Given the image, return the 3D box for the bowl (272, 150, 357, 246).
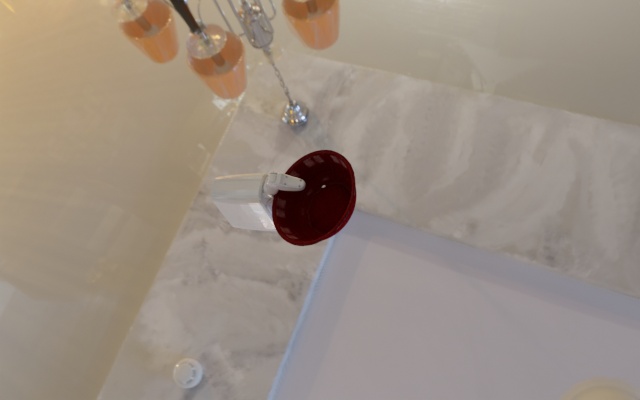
[{"bbox_3d":[0.001,0.003,0.765,0.162,0.162,0.055,0,-21,38],"label":"bowl"}]
